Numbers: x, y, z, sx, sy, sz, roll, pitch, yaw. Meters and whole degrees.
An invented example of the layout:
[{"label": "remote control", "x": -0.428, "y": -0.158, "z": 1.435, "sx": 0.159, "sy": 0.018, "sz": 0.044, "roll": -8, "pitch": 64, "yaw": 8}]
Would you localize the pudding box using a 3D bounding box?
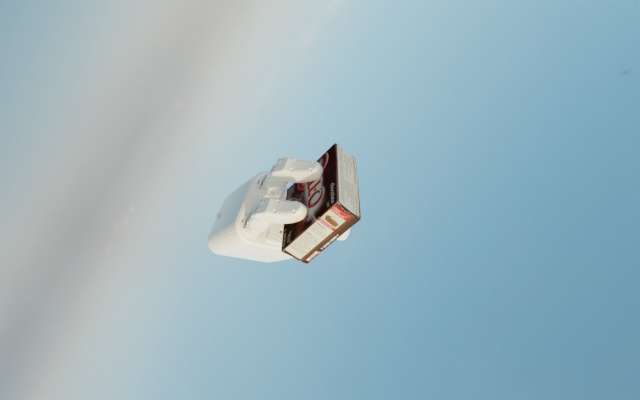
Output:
[{"label": "pudding box", "x": 0.000, "y": 0.002, "z": 0.529, "sx": 0.039, "sy": 0.113, "sz": 0.090, "roll": 32, "pitch": -58, "yaw": -25}]
